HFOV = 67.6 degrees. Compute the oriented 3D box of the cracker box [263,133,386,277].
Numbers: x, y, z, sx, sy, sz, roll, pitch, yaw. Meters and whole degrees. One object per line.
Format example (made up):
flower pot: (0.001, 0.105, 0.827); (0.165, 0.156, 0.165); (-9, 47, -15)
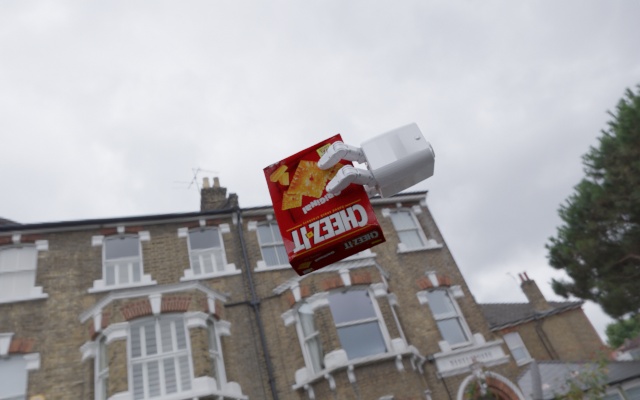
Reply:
cracker box: (0.000, 0.003, 0.852); (0.164, 0.213, 0.072); (-23, -34, 6)
